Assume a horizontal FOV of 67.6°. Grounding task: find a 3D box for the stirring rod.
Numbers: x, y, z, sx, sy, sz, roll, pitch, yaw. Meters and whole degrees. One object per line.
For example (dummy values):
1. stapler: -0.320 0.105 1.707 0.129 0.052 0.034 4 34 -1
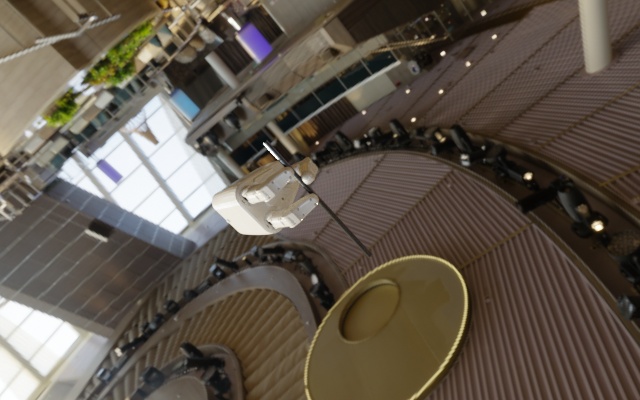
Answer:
1. stirring rod: 0.000 0.002 0.696 0.239 0.011 0.011 47 -21 -21
